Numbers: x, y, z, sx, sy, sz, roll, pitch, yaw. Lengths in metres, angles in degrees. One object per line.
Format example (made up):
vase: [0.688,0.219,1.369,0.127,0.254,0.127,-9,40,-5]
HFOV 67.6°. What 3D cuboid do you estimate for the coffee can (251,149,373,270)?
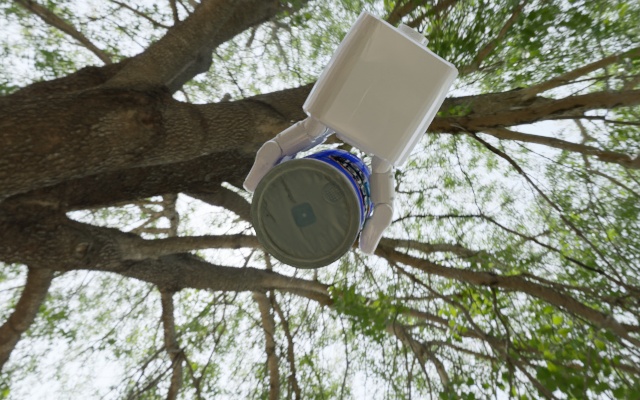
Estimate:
coffee can: [0.000,0.002,0.496,0.103,0.103,0.140,0,10,13]
